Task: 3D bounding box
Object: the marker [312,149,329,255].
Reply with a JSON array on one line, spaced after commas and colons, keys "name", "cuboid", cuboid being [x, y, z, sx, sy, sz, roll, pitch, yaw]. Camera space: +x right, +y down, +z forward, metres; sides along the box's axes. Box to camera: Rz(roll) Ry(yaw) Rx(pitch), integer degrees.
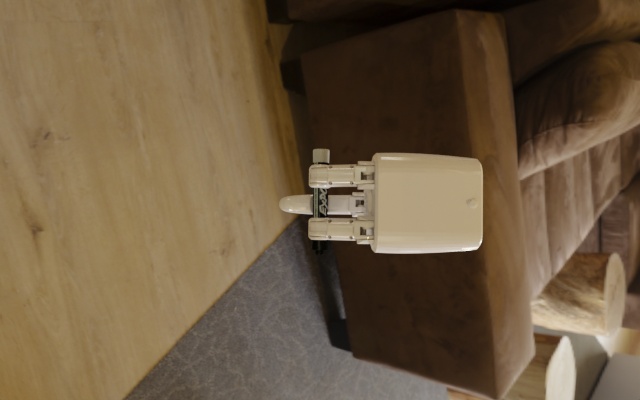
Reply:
[{"name": "marker", "cuboid": [0.000, 0.002, 0.549, 0.020, 0.121, 0.020, 1, -2, 0]}]
